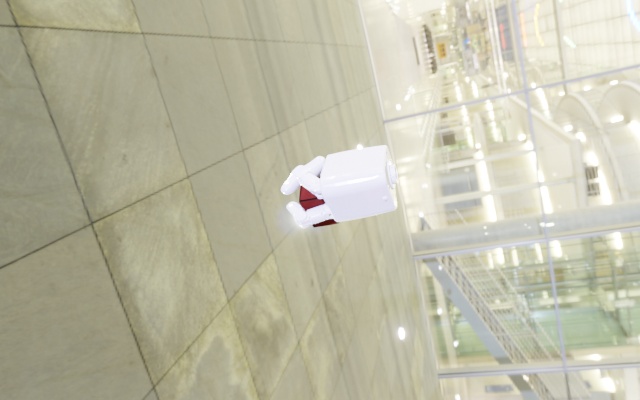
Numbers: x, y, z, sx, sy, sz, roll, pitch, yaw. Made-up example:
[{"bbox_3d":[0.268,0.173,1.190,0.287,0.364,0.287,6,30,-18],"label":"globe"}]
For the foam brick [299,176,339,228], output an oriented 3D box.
[{"bbox_3d":[0.000,0.003,0.846,0.051,0.053,0.078,-11,-42,16],"label":"foam brick"}]
